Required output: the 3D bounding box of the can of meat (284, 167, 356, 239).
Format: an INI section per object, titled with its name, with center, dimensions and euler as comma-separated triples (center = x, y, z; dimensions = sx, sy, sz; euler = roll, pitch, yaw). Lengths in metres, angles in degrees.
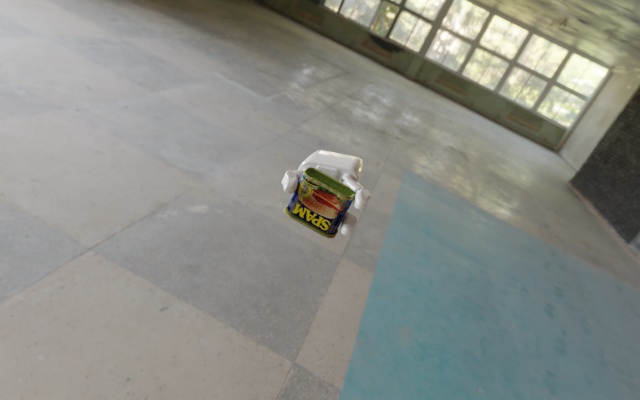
[can of meat]
center = 0.000, 0.002, 0.827
dimensions = 0.102, 0.084, 0.057
euler = 29, 23, 6
